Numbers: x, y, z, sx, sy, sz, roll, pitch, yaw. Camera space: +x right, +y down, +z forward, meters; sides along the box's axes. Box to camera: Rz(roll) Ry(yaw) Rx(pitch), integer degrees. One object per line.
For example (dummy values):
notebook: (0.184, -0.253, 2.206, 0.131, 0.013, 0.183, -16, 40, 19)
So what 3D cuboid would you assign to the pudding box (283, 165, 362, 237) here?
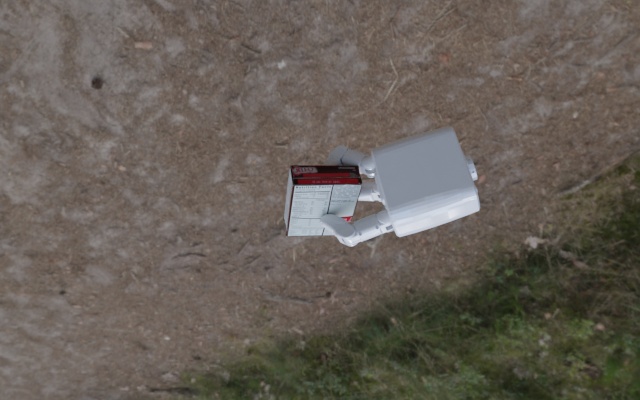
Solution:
pudding box: (0.000, 0.002, 0.633, 0.090, 0.039, 0.114, 0, -42, -10)
